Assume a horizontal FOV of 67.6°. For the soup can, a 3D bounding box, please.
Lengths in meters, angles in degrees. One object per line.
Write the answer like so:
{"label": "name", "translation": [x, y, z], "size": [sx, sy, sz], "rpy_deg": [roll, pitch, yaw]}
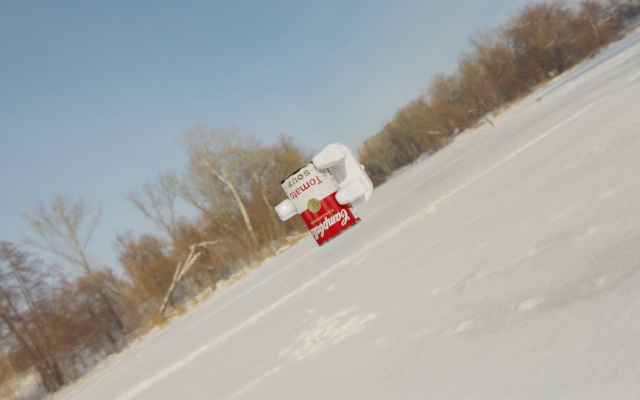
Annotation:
{"label": "soup can", "translation": [0.000, 0.002, 0.643], "size": [0.068, 0.102, 0.068], "rpy_deg": [-32, -2, -1]}
